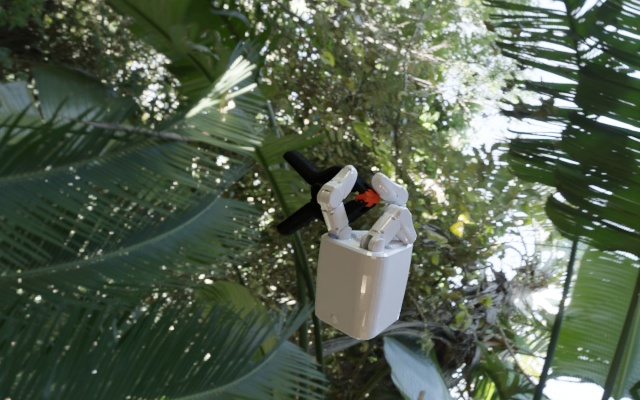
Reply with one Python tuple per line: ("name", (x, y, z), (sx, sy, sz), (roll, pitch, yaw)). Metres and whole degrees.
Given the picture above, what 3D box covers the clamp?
("clamp", (0.001, 0.002, 0.633), (0.039, 0.120, 0.171), (-2, 13, -42))
